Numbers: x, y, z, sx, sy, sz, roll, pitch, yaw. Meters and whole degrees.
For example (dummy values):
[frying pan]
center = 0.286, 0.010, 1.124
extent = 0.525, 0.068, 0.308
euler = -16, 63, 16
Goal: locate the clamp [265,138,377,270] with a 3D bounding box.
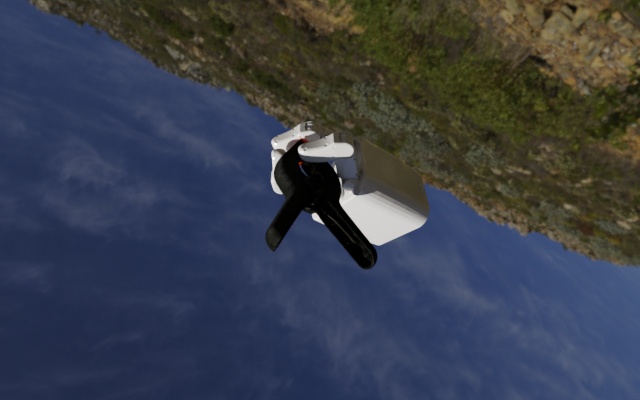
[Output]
[clamp]
center = 0.000, 0.002, 0.507
extent = 0.120, 0.171, 0.039
euler = 26, -52, -25
